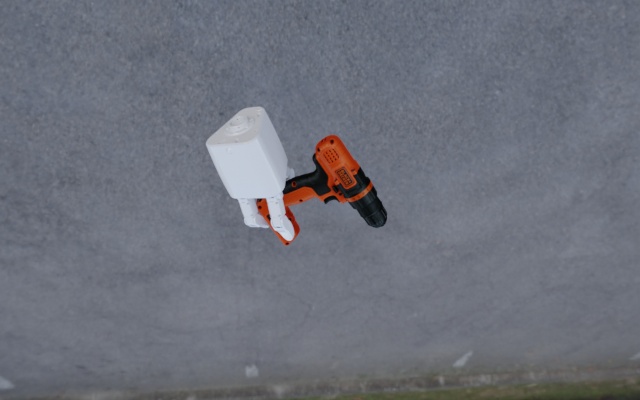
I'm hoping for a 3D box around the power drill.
[{"bbox_3d":[0.000,0.003,0.820,0.188,0.184,0.057,-29,18,16],"label":"power drill"}]
